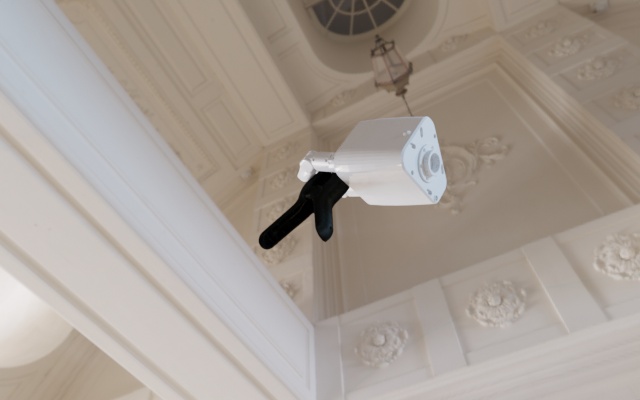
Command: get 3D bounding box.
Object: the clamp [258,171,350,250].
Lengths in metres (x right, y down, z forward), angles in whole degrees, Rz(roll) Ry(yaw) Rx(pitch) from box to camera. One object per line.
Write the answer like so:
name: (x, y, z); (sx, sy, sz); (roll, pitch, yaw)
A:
clamp: (0.000, 0.002, 0.645); (0.120, 0.039, 0.171); (2, 45, 43)
